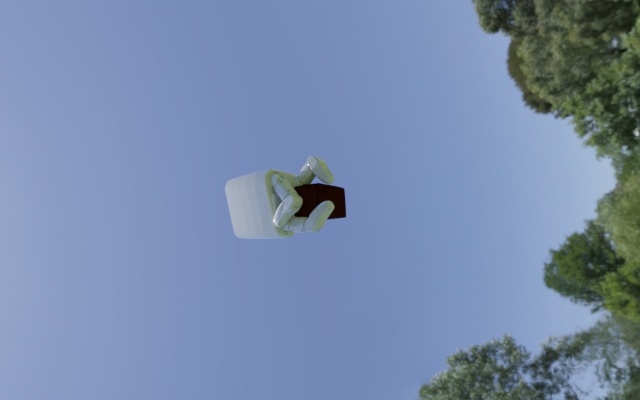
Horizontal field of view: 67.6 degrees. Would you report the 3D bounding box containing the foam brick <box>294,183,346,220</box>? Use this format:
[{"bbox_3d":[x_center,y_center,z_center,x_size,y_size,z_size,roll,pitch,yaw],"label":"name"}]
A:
[{"bbox_3d":[0.000,0.003,0.807,0.051,0.053,0.078,-9,-12,37],"label":"foam brick"}]
